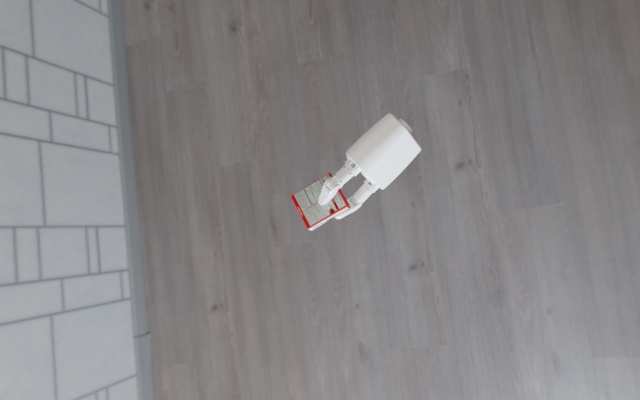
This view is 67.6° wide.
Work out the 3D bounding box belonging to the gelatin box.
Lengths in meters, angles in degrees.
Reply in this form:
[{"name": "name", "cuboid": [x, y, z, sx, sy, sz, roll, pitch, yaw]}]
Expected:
[{"name": "gelatin box", "cuboid": [0.000, 0.003, 0.885, 0.089, 0.073, 0.030, -31, -15, 7]}]
